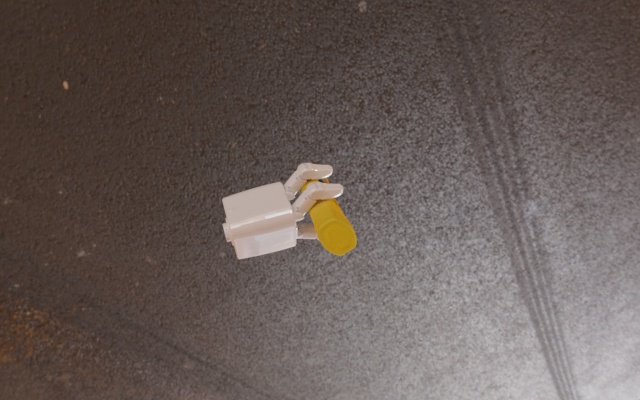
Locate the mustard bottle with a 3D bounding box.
[{"bbox_3d":[0.001,0.003,0.843,0.058,0.191,0.096,-32,-46,6],"label":"mustard bottle"}]
